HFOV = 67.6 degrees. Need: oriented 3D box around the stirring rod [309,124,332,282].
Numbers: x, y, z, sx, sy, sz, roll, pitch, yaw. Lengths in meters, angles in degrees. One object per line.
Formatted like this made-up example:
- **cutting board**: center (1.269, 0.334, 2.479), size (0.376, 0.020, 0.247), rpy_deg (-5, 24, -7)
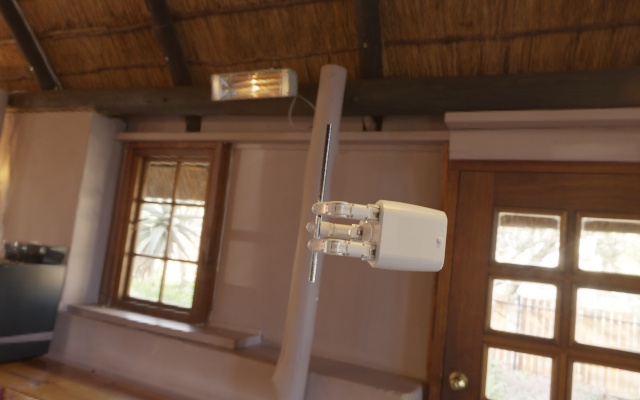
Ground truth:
- **stirring rod**: center (0.000, 0.002, 0.723), size (0.011, 0.239, 0.011), rpy_deg (6, -6, 1)
